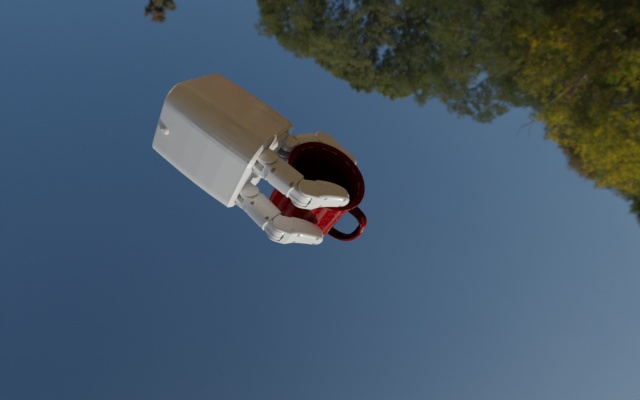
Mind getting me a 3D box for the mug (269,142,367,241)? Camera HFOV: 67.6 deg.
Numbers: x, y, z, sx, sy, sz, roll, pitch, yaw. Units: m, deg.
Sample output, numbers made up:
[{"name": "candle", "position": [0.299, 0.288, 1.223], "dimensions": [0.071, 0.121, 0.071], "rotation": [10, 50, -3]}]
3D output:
[{"name": "mug", "position": [0.001, 0.003, 0.544], "dimensions": [0.093, 0.117, 0.081], "rotation": [-51, -1, -45]}]
